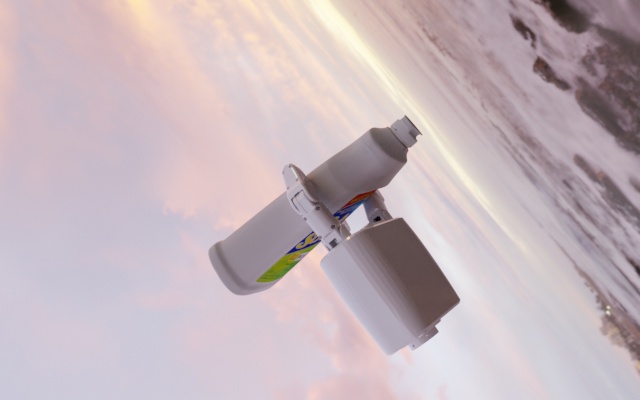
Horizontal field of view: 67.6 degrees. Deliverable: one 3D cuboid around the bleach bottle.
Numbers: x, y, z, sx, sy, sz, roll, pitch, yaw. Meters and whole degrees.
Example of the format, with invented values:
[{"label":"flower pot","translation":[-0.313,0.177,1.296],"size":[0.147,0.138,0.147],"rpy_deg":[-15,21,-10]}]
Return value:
[{"label":"bleach bottle","translation":[0.000,0.002,0.511],"size":[0.251,0.068,0.102],"rpy_deg":[-41,-18,17]}]
